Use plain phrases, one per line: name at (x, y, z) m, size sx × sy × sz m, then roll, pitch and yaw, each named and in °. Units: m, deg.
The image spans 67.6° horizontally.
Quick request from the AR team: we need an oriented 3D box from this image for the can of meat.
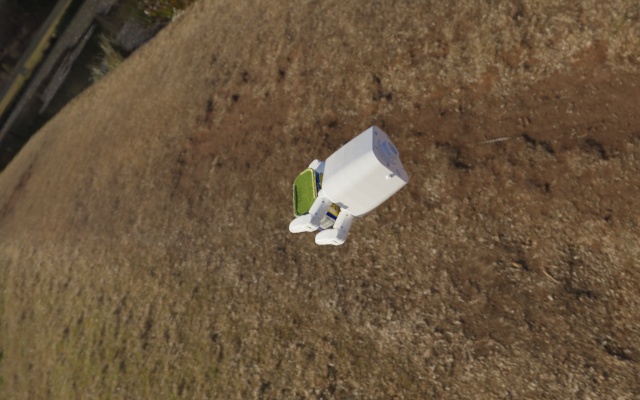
can of meat at (0.000, 0.003, 0.836) m, size 0.057 × 0.102 × 0.084 m, roll -34°, pitch -48°, yaw 29°
